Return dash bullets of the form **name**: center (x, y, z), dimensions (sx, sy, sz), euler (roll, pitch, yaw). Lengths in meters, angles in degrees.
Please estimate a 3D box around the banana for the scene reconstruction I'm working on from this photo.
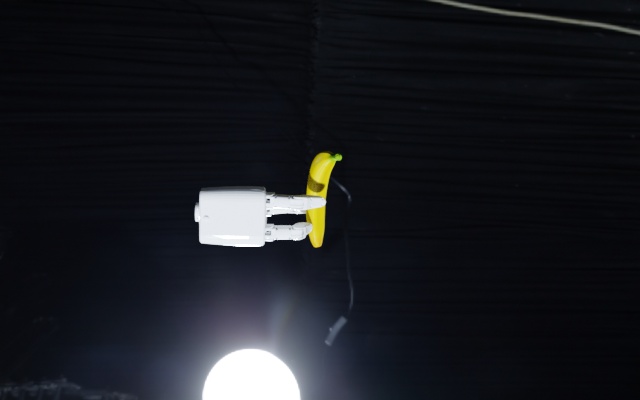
- **banana**: center (-0.003, -0.011, 0.838), dimensions (0.037, 0.198, 0.069), euler (0, 36, -14)
